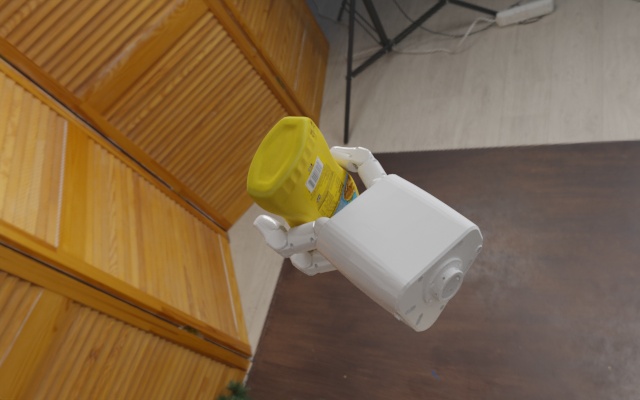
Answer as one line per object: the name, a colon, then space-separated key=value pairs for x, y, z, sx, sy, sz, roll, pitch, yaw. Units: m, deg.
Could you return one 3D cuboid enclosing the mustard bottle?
mustard bottle: x=0.000 y=0.001 z=0.524 sx=0.058 sy=0.096 sz=0.192 roll=7 pitch=-26 yaw=33
